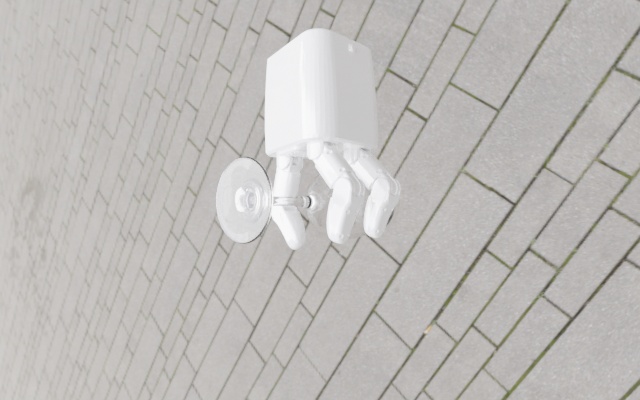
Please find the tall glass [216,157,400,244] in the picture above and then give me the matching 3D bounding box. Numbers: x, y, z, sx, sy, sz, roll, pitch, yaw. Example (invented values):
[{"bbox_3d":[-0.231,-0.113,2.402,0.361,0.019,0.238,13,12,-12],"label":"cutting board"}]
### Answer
[{"bbox_3d":[0.000,0.002,0.478,0.079,0.079,0.201,0,-2,42],"label":"tall glass"}]
